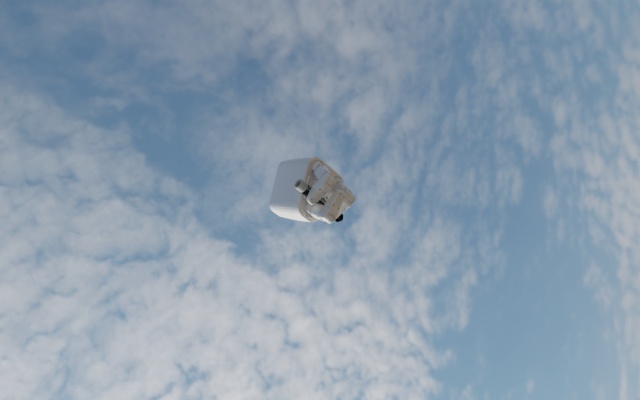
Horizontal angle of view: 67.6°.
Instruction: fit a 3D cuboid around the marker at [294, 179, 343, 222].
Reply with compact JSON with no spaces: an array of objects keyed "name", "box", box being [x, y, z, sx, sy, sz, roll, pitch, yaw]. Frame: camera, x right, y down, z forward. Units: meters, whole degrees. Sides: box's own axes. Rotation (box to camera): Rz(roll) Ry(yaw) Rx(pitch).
[{"name":"marker","box":[0.000,0.003,0.857,0.020,0.020,0.121,0,-32,50]}]
